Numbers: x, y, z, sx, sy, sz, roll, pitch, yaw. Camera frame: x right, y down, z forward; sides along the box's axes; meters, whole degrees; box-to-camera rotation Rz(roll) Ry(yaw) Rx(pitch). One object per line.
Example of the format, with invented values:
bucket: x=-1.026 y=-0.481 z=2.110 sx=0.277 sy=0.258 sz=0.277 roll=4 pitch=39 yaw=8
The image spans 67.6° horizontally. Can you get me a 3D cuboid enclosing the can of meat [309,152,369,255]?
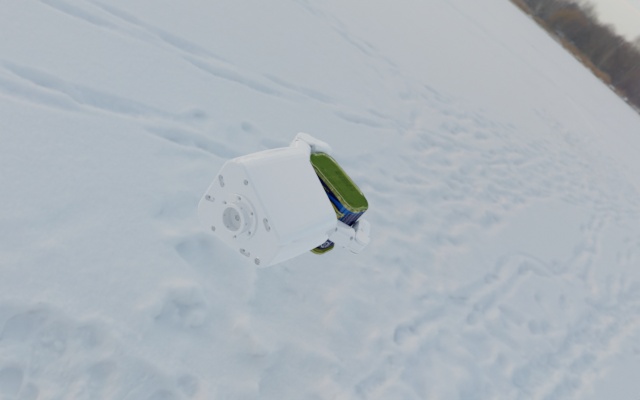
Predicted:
can of meat: x=0.000 y=0.002 z=0.603 sx=0.084 sy=0.102 sz=0.057 roll=-49 pitch=-18 yaw=30
